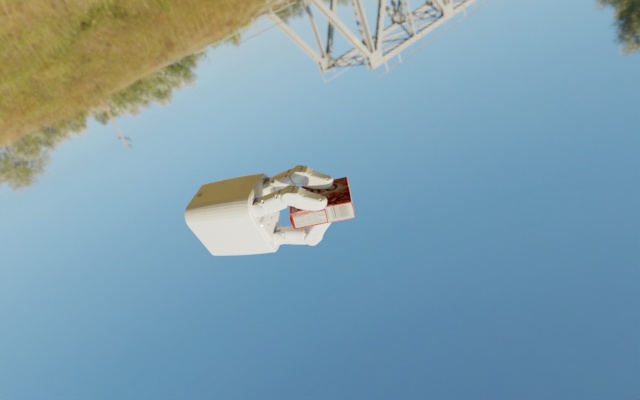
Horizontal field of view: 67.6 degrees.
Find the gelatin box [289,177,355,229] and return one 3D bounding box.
[{"bbox_3d":[0.001,0.003,0.680,0.089,0.030,0.073,-11,30,3],"label":"gelatin box"}]
